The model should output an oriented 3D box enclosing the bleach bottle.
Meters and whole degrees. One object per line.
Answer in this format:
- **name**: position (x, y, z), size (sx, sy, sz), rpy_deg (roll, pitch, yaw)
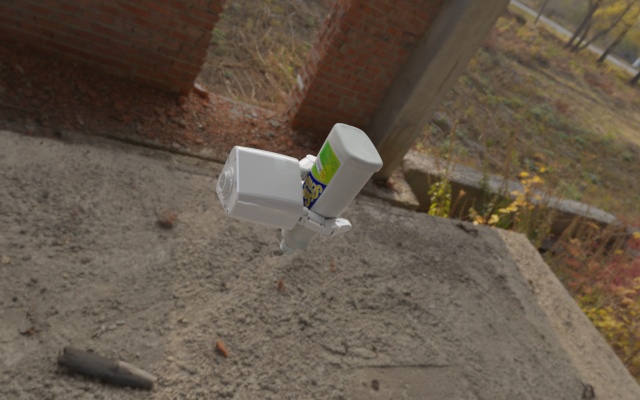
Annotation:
- **bleach bottle**: position (0.000, 0.002, 0.779), size (0.068, 0.251, 0.102), rpy_deg (12, 37, -30)
